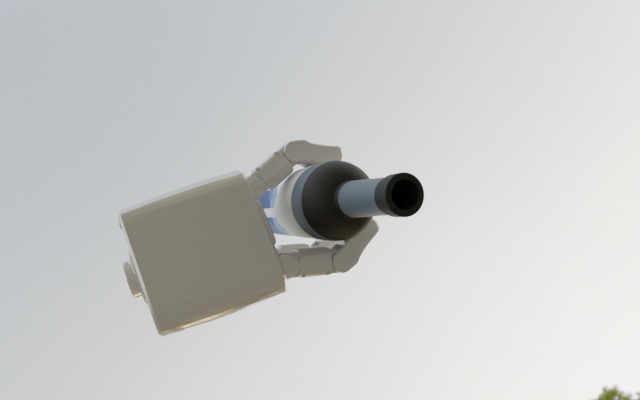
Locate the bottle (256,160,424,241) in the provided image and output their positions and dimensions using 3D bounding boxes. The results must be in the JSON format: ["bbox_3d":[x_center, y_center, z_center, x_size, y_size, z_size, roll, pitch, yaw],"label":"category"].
[{"bbox_3d":[0.000,0.001,0.427,0.069,0.069,0.296,0,-2,-21],"label":"bottle"}]
